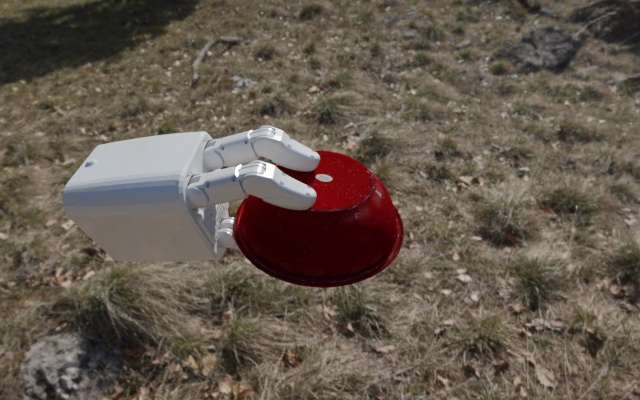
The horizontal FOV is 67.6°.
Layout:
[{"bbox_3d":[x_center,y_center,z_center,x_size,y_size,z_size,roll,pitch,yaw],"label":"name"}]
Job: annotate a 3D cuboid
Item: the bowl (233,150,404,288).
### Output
[{"bbox_3d":[0.001,0.001,0.438,0.162,0.055,0.162,3,39,-2],"label":"bowl"}]
